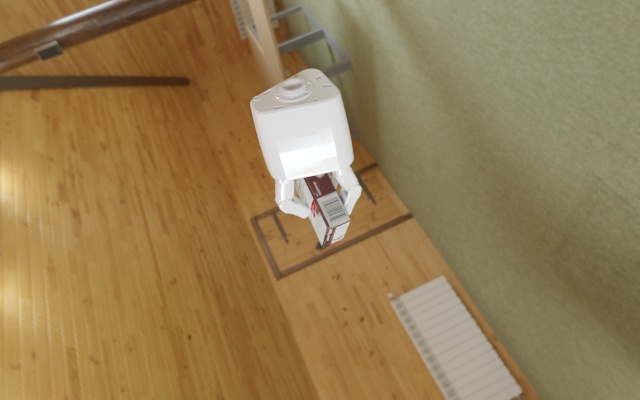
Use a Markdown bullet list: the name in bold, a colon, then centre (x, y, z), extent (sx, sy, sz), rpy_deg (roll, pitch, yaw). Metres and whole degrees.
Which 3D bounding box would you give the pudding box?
- **pudding box**: centre (0.000, 0.002, 0.702), extent (0.039, 0.113, 0.090), rpy_deg (-20, -19, -12)
